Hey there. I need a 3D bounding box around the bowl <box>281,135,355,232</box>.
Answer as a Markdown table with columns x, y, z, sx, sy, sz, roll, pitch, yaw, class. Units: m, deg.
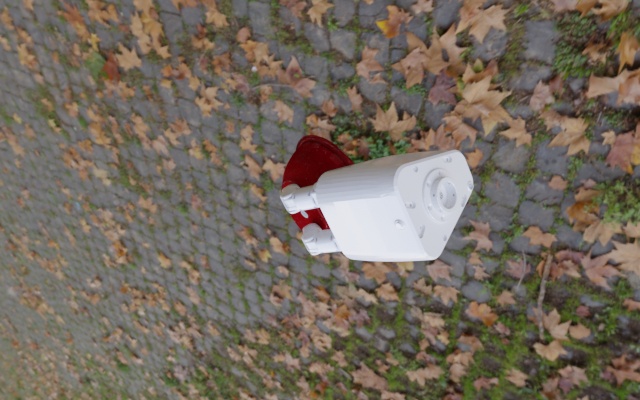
| x | y | z | sx | sy | sz | roll | pitch | yaw | class |
| --- | --- | --- | --- | --- | --- | --- | --- | --- | --- |
| -0.001 | 0.002 | 0.597 | 0.055 | 0.162 | 0.162 | -34 | 15 | -24 | bowl |
